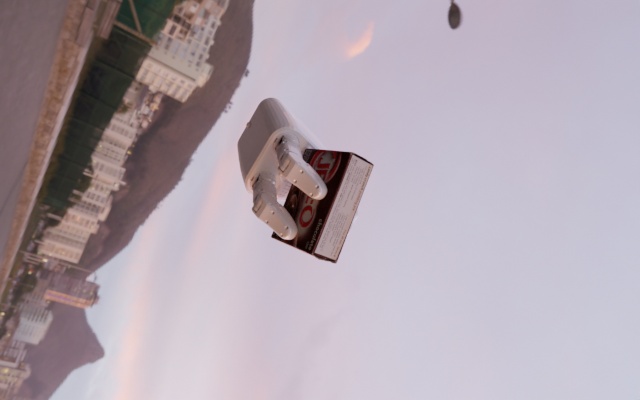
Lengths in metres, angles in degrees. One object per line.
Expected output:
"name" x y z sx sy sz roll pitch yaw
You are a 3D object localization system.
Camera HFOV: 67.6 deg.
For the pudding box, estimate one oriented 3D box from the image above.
"pudding box" 0.000 0.002 0.513 0.039 0.113 0.090 22 -4 -32
